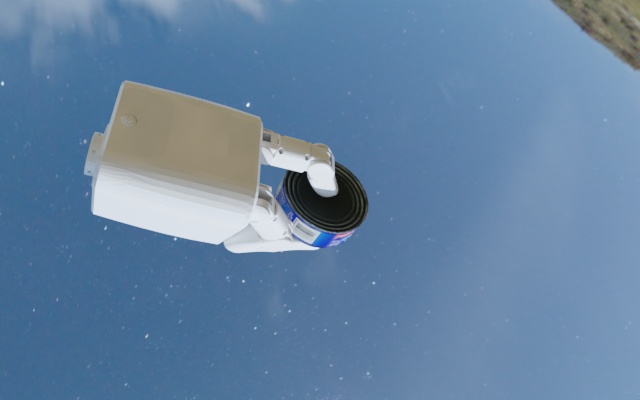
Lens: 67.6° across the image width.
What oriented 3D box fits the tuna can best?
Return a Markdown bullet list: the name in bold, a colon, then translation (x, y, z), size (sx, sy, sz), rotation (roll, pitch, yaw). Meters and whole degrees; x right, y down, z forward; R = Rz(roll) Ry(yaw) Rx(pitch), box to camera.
- **tuna can**: translation (0.000, 0.002, 0.454), size (0.086, 0.086, 0.034), rotation (0, -33, -29)
